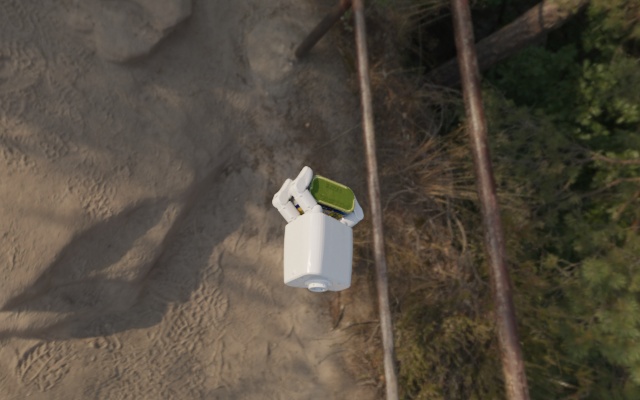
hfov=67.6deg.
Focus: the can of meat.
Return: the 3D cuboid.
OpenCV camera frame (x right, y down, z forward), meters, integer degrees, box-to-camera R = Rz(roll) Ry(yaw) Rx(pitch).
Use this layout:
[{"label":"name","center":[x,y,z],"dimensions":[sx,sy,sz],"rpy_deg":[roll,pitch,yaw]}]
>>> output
[{"label":"can of meat","center":[0.000,0.003,0.865],"dimensions":[0.102,0.057,0.084],"rpy_deg":[20,-30,-28]}]
